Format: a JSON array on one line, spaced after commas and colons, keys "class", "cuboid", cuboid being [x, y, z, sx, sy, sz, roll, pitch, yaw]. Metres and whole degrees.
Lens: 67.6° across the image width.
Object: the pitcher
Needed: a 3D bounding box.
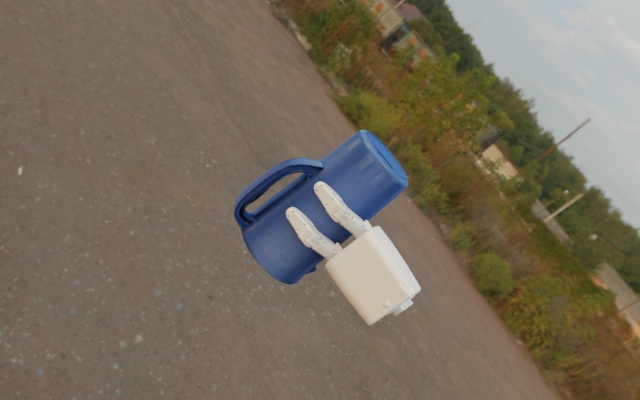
[{"class": "pitcher", "cuboid": [0.000, 0.002, 0.715, 0.243, 0.145, 0.149, -39, -14, 17]}]
